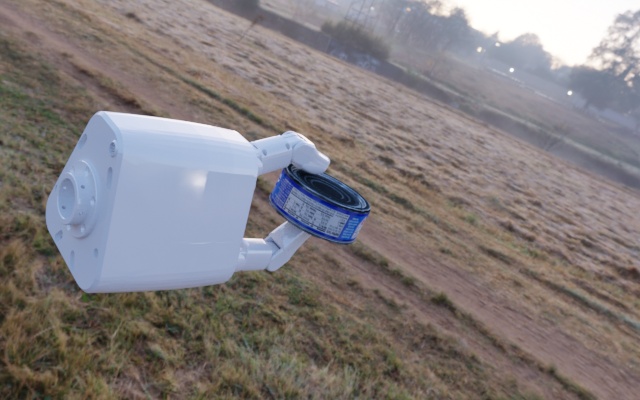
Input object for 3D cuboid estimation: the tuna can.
[{"bbox_3d":[0.000,0.001,0.419,0.086,0.034,0.086,25,15,-8],"label":"tuna can"}]
